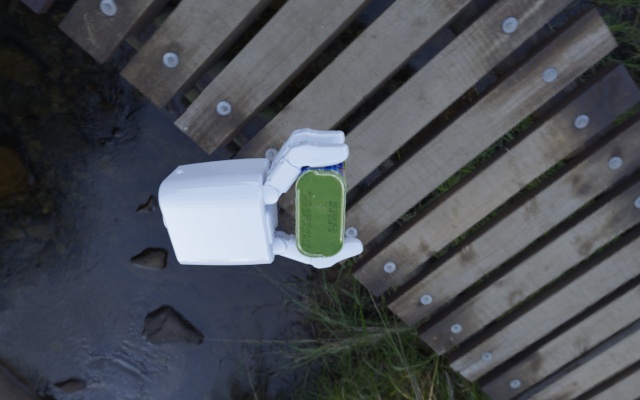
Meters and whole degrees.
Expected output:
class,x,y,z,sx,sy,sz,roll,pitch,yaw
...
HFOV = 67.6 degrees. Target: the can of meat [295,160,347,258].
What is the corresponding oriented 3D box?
class,x,y,z,sx,sy,sz,roll,pitch,yaw
can of meat,0.000,0.002,0.522,0.057,0.102,0.084,1,20,1
